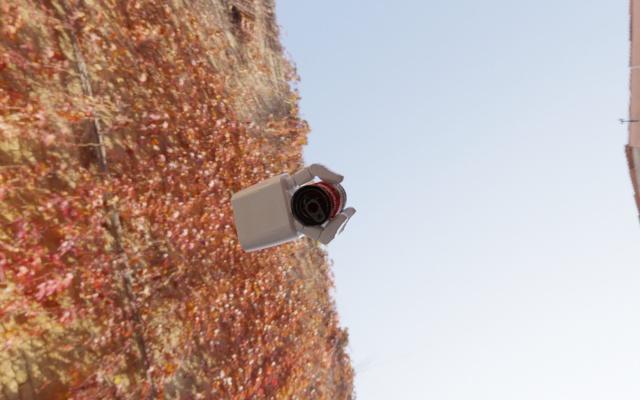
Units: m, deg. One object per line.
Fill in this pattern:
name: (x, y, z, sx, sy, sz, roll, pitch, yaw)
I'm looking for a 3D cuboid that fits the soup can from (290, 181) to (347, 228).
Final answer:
soup can: (0.001, 0.002, 0.788, 0.068, 0.068, 0.102, 0, 7, 18)
